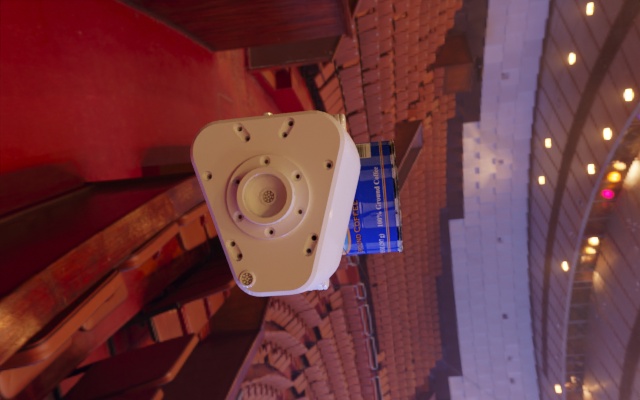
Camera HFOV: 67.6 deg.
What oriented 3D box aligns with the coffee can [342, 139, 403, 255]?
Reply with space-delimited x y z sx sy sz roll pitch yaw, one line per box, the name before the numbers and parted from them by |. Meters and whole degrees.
coffee can | 0.000 0.002 0.439 0.140 0.103 0.103 -5 -1 7
